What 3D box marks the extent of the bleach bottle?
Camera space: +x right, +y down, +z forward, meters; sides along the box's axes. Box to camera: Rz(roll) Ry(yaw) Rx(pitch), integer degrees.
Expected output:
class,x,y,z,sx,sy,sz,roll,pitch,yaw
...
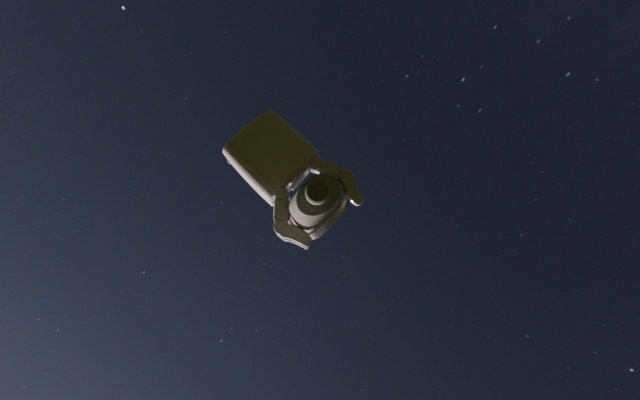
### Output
class,x,y,z,sx,sy,sz,roll,pitch,yaw
bleach bottle,0.000,0.002,0.723,0.068,0.102,0.251,44,-7,6
